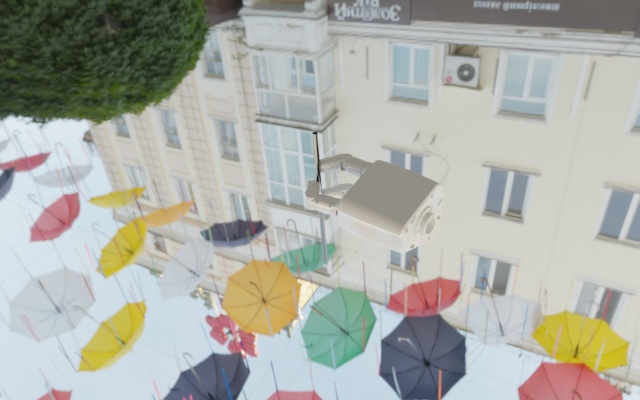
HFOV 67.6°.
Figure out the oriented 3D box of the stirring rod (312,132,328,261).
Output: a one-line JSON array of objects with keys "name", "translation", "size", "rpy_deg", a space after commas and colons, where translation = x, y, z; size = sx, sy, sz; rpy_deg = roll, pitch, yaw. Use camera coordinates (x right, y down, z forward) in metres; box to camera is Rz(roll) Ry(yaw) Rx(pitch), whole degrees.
[{"name": "stirring rod", "translation": [0.000, 0.002, 0.758], "size": [0.011, 0.240, 0.011], "rpy_deg": [-3, 34, 2]}]
